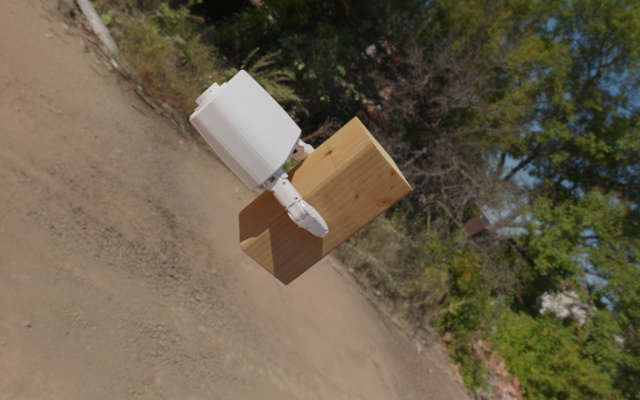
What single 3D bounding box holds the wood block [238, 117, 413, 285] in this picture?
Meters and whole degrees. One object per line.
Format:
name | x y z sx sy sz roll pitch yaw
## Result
wood block | 0.000 0.002 0.619 0.206 0.090 0.090 -38 29 12
